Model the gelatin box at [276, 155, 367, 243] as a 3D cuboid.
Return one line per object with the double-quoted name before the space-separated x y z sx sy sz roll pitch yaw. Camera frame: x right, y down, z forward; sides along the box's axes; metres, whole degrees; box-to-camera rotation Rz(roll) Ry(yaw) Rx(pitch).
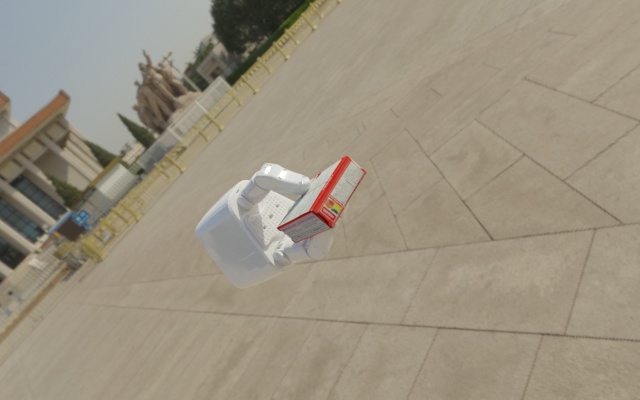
"gelatin box" 0.000 0.001 0.488 0.030 0.073 0.089 39 -28 -12
